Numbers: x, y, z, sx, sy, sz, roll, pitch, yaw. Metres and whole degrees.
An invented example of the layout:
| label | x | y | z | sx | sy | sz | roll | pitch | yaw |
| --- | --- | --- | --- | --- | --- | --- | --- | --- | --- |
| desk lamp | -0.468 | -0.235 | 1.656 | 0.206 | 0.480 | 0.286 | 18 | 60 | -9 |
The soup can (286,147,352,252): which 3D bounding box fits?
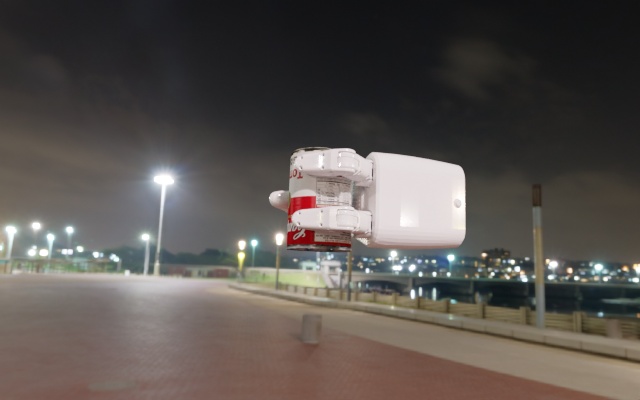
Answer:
| label | x | y | z | sx | sy | sz | roll | pitch | yaw |
| --- | --- | --- | --- | --- | --- | --- | --- | --- | --- |
| soup can | 0.000 | 0.001 | 0.501 | 0.068 | 0.102 | 0.068 | 2 | -8 | 0 |
